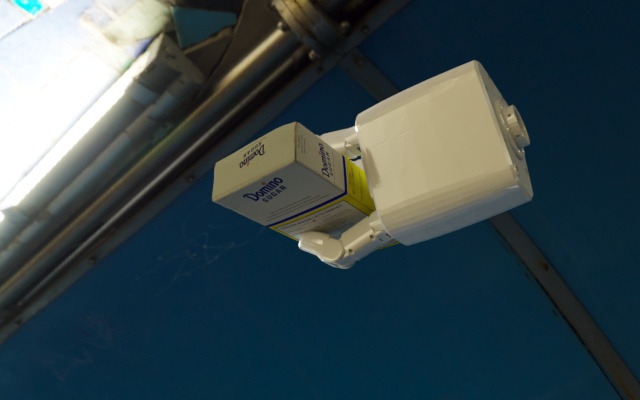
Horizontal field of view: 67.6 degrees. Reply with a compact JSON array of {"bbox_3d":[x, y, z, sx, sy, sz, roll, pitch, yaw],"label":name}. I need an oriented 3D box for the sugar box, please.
[{"bbox_3d":[0.000,0.001,0.433,0.093,0.048,0.176,-22,-38,31],"label":"sugar box"}]
